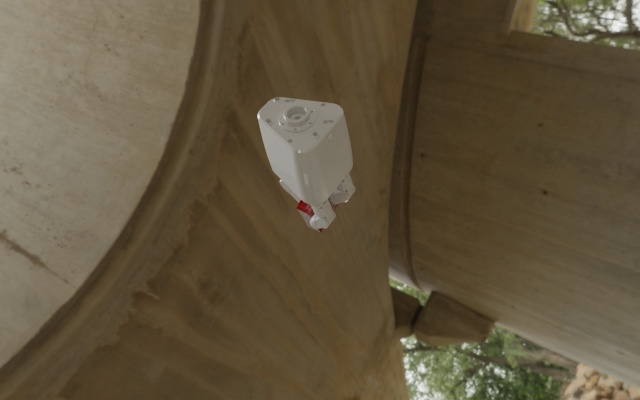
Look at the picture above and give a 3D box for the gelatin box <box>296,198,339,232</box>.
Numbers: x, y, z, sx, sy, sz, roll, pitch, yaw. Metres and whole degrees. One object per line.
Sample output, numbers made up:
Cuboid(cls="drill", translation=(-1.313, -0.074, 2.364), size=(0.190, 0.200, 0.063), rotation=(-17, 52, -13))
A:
Cuboid(cls="gelatin box", translation=(0.000, 0.002, 0.769), size=(0.030, 0.073, 0.089), rotation=(26, -15, 21))
